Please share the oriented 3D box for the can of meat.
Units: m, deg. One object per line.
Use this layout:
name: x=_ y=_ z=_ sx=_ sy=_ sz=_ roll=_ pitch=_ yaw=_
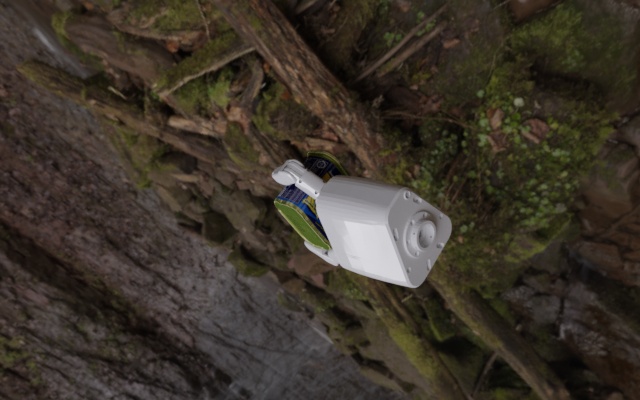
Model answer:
can of meat: x=0.000 y=0.002 z=0.604 sx=0.057 sy=0.084 sz=0.102 roll=13 pitch=-30 yaw=48
